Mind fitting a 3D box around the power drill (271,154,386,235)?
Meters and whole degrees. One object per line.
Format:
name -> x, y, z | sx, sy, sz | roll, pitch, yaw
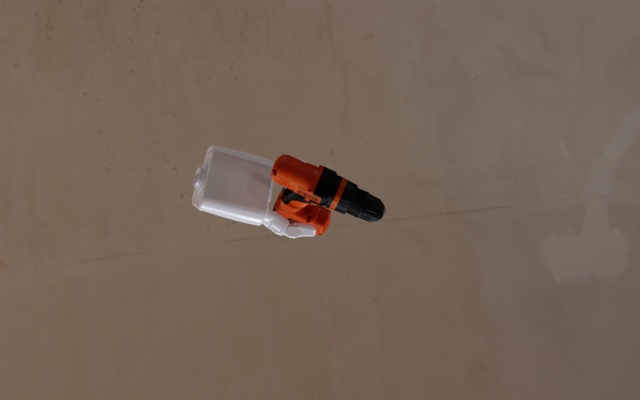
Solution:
power drill -> 0.000, 0.003, 0.790 | 0.184, 0.057, 0.188 | 26, -22, -3
